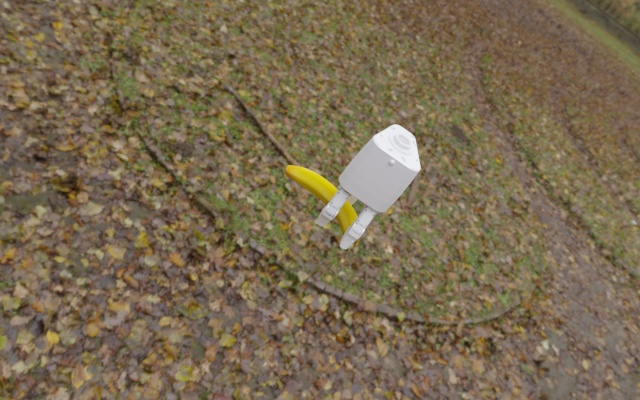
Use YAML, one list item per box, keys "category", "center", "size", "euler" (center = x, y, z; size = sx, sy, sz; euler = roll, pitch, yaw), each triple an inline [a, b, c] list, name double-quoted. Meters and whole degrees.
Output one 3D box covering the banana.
- category: "banana"
  center: [0.014, 0.001, 0.899]
  size: [0.069, 0.197, 0.037]
  euler: [-23, -21, -47]
